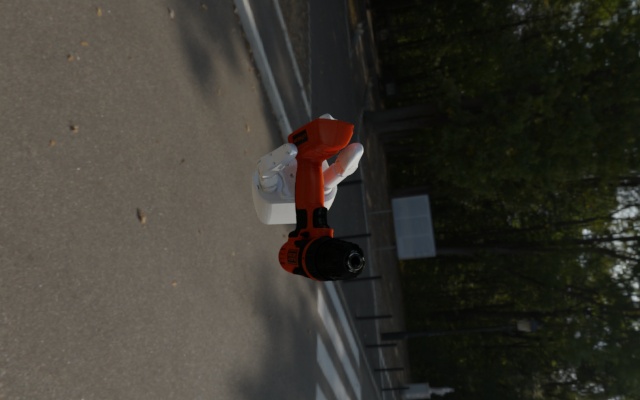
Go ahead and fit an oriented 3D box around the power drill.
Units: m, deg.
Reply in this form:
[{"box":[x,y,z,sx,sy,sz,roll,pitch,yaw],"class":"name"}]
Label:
[{"box":[0.000,0.001,0.572,0.057,0.187,0.184,7,-8,-26],"class":"power drill"}]
